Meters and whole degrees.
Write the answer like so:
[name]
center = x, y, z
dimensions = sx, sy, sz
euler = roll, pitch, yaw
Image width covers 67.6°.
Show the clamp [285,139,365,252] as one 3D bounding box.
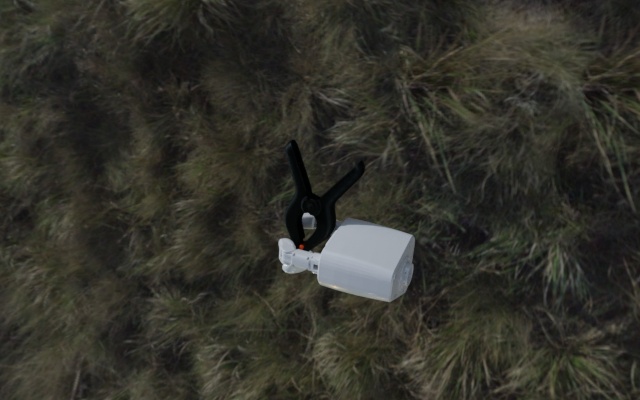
[clamp]
center = 0.000, 0.003, 0.700
dimensions = 0.120, 0.171, 0.039
euler = 12, 19, 23
